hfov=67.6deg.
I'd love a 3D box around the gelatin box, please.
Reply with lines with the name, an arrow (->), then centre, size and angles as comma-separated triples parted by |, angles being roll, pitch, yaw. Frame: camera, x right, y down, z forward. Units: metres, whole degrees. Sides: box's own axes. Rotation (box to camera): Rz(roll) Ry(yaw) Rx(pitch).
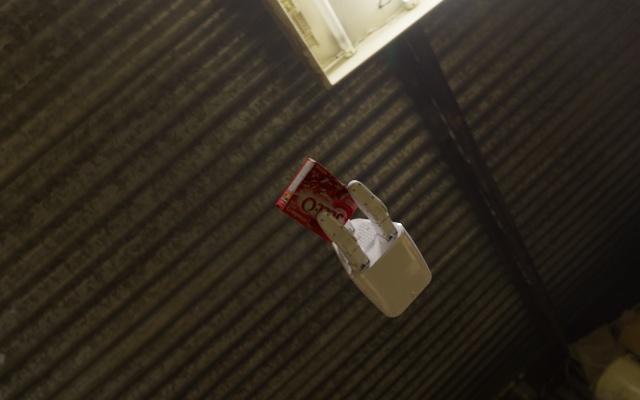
gelatin box -> 0.000, 0.002, 0.603 | 0.089, 0.073, 0.030 | 36, -1, -29
